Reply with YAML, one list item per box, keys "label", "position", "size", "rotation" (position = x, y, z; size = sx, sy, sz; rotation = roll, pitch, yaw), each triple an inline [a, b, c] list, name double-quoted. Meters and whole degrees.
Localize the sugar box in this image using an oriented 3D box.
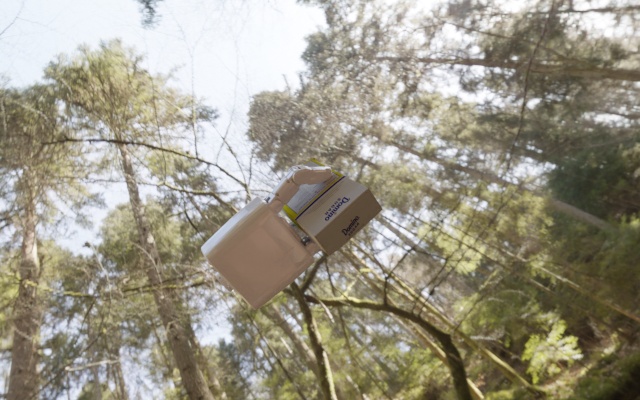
- label: "sugar box"
  position: [0.000, 0.003, 0.662]
  size: [0.093, 0.048, 0.176]
  rotation: [-41, 32, -7]
